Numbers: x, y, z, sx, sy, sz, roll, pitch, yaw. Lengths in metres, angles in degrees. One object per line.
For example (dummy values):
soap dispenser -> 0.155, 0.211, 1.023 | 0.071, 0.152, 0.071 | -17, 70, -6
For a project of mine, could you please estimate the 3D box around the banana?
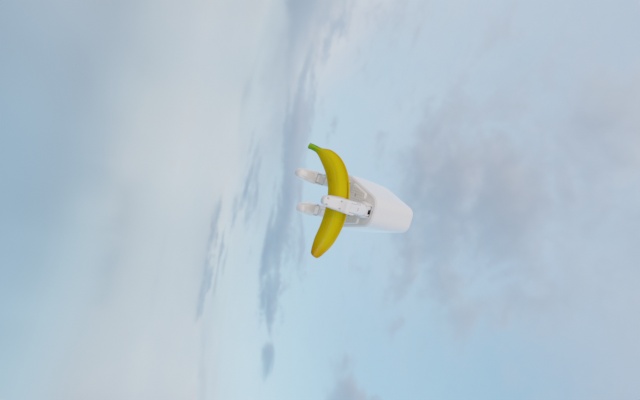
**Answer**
banana -> 0.017, -0.002, 0.804 | 0.069, 0.197, 0.037 | -6, -11, 26
